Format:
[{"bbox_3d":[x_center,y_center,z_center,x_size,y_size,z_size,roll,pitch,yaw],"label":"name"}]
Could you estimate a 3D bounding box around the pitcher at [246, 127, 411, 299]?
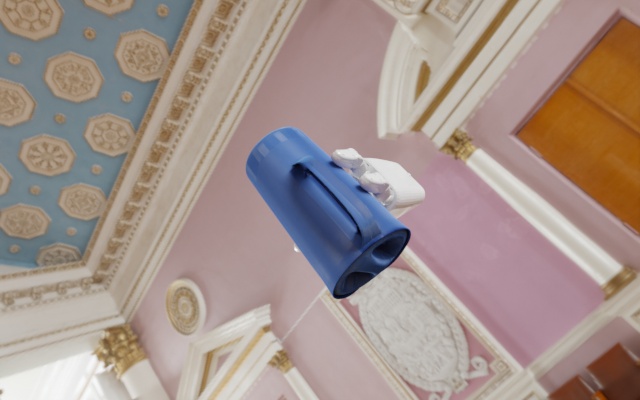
[{"bbox_3d":[0.000,0.002,0.665,0.145,0.149,0.242,-5,46,-52],"label":"pitcher"}]
